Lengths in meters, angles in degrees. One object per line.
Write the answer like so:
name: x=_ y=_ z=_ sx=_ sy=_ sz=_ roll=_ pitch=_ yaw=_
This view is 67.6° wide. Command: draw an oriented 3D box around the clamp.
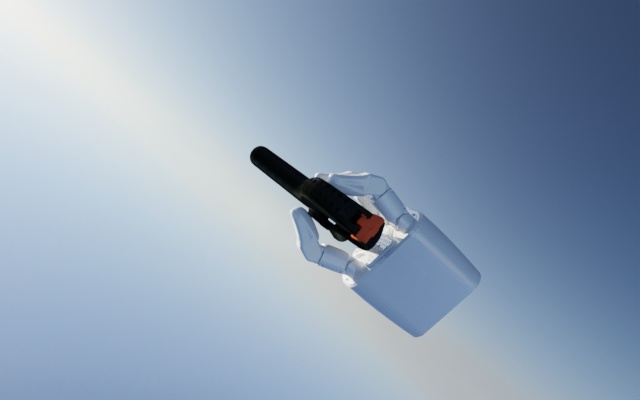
clamp: x=0.000 y=0.002 z=0.498 sx=0.164 sy=0.036 sz=0.210 roll=41 pitch=-6 yaw=-15
